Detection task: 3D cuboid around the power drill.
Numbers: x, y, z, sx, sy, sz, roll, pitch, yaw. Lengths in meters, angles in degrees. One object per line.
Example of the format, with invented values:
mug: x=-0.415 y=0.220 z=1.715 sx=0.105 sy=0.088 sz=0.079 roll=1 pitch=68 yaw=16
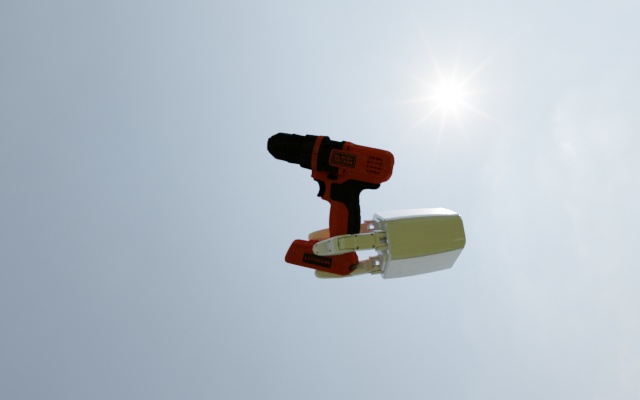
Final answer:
power drill: x=0.000 y=0.003 z=0.681 sx=0.184 sy=0.188 sz=0.057 roll=12 pitch=10 yaw=13
